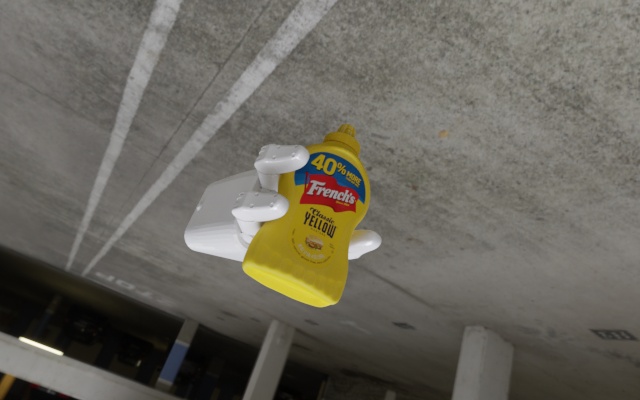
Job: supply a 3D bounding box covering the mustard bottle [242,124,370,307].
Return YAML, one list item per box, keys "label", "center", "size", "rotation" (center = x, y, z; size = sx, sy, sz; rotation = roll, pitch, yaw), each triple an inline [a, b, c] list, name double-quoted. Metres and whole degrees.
- label: "mustard bottle"
  center: [0.000, 0.002, 0.481]
  size: [0.096, 0.191, 0.058]
  rotation: [28, -27, -14]
